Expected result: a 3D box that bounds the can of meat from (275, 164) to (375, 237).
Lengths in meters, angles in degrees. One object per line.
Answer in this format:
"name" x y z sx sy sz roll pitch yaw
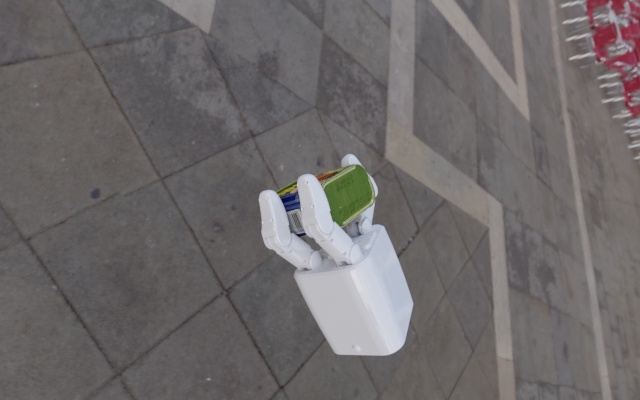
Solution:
"can of meat" 0.000 0.002 0.526 0.084 0.057 0.102 -14 12 39
